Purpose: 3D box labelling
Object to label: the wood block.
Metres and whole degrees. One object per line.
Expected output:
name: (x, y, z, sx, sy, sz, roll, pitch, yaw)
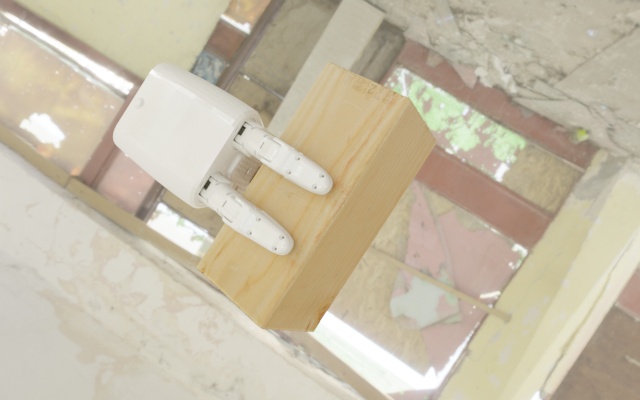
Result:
wood block: (0.000, 0.001, 0.417, 0.090, 0.206, 0.091, 34, 2, 30)
